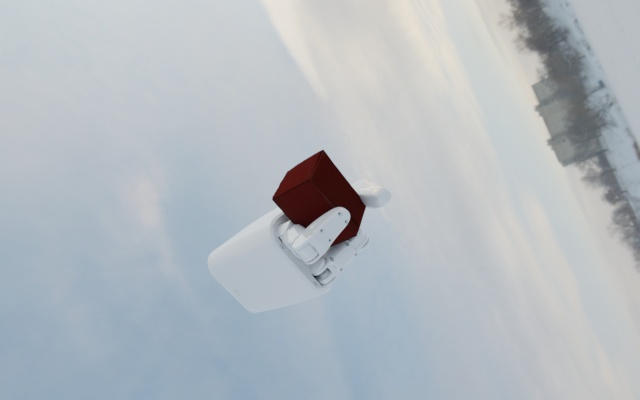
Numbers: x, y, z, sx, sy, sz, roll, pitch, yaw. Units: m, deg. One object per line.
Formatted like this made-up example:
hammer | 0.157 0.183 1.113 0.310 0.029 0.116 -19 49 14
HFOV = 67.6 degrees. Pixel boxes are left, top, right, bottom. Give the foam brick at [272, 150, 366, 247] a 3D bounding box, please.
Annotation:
foam brick | 0.000 0.001 0.474 0.051 0.078 0.053 -25 25 33
